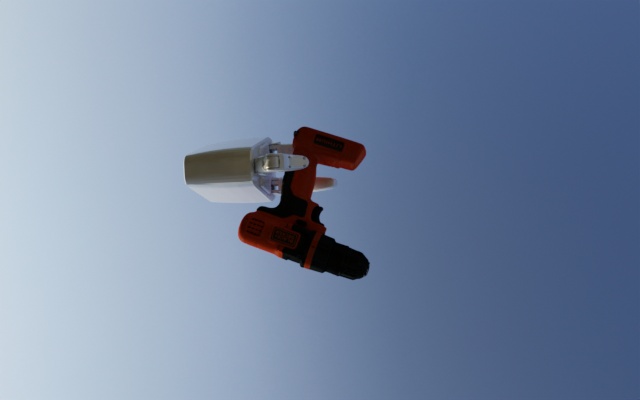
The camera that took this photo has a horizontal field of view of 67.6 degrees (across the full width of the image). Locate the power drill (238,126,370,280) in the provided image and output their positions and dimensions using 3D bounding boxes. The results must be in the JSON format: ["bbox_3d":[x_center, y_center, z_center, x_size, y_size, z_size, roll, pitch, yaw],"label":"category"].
[{"bbox_3d":[0.000,0.002,0.661,0.184,0.187,0.057,19,-17,5],"label":"power drill"}]
